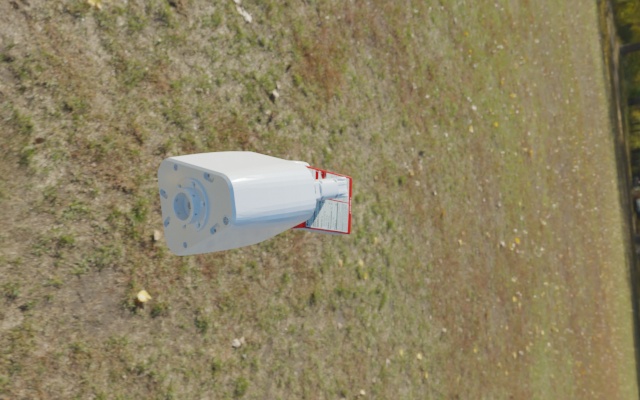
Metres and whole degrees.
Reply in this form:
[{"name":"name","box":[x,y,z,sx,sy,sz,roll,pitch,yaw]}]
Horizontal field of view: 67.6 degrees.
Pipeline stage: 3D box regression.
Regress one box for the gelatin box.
[{"name":"gelatin box","box":[0.001,0.002,0.579,0.030,0.073,0.089,-6,-12,42]}]
